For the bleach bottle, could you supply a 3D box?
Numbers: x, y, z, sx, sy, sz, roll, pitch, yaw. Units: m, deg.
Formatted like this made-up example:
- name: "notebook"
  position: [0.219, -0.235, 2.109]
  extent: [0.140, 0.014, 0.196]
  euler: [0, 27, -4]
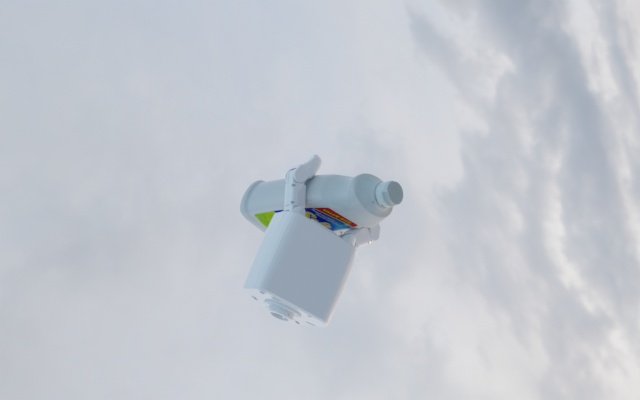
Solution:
- name: "bleach bottle"
  position: [0.000, 0.002, 0.646]
  extent: [0.103, 0.068, 0.251]
  euler: [41, -32, -29]
